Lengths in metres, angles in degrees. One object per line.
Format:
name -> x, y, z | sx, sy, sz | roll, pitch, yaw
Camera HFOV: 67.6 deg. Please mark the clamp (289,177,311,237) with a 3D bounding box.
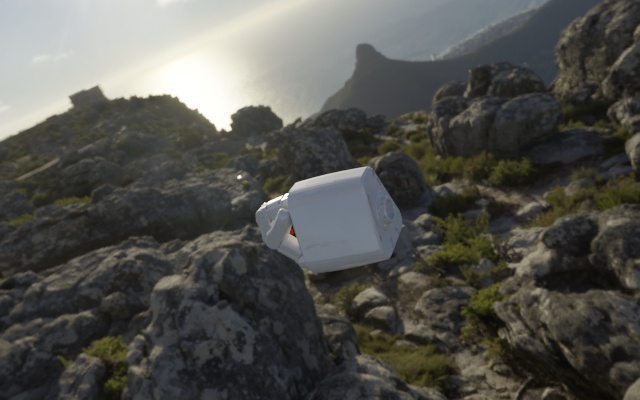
clamp -> 0.000, 0.002, 0.701 | 0.120, 0.039, 0.171 | -16, 23, 31
